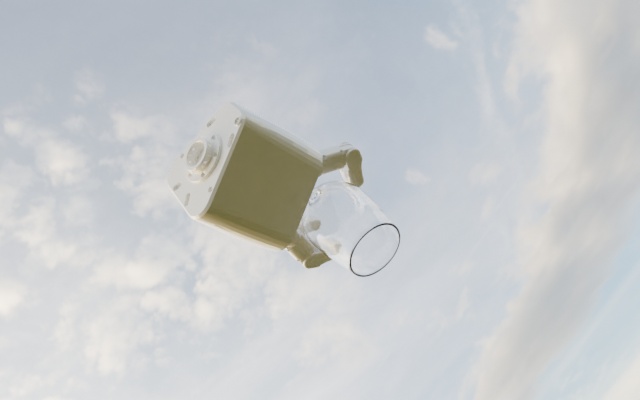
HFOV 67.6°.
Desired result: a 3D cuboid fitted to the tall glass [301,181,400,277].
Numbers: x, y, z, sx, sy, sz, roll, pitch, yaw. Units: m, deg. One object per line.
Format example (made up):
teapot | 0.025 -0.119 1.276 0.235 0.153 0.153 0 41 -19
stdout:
tall glass | 0.000 0.001 0.530 0.079 0.079 0.201 0 28 -38
